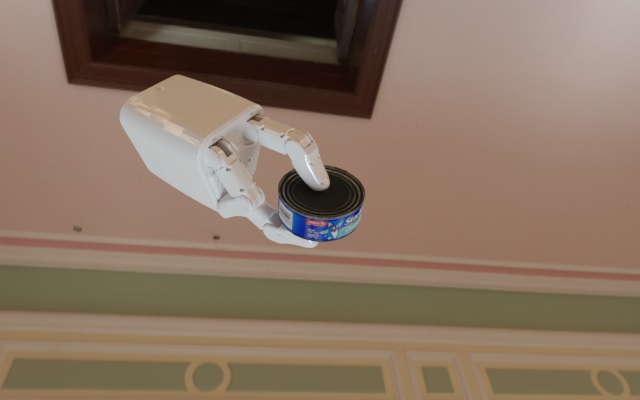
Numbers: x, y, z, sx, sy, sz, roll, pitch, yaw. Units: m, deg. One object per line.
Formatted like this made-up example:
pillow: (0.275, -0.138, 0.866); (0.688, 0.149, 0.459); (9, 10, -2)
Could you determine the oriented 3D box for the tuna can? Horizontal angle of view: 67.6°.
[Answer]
tuna can: (0.000, 0.002, 0.477); (0.086, 0.034, 0.086); (4, 39, -3)
